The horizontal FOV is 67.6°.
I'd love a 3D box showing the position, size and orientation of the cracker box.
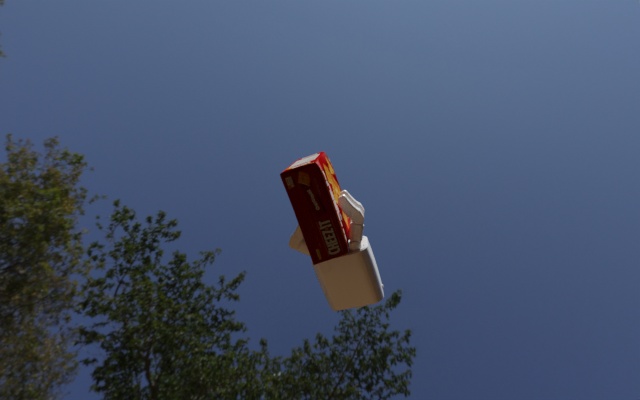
[{"bbox_3d":[0.000,0.003,0.874,0.072,0.164,0.213,-19,9,7],"label":"cracker box"}]
